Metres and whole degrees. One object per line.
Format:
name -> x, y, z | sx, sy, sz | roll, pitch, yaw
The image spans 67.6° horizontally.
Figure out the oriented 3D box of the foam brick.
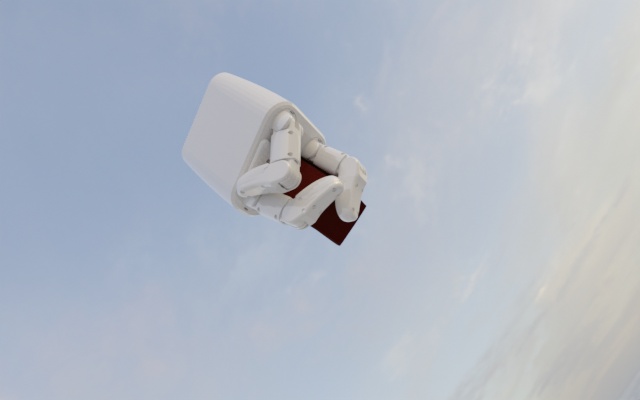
foam brick -> 0.000, 0.002, 0.480 | 0.051, 0.053, 0.078 | 34, -3, 37
